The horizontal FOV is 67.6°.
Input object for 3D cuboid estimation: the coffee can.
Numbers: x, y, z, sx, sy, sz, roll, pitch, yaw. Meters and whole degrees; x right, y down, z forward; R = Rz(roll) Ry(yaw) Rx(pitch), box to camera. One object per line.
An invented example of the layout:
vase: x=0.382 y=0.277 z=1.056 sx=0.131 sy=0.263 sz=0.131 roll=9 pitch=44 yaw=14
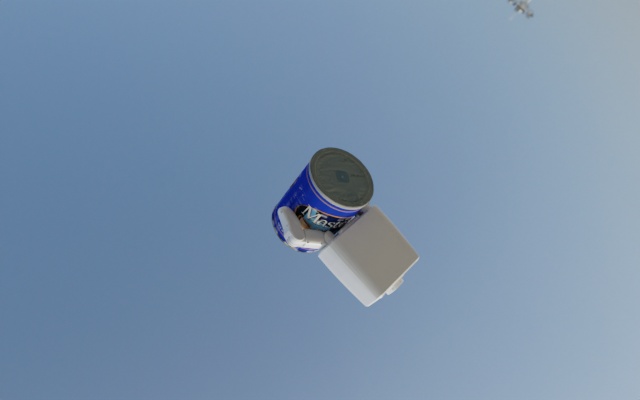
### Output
coffee can: x=0.000 y=0.002 z=0.720 sx=0.103 sy=0.102 sz=0.140 roll=0 pitch=-31 yaw=-32
